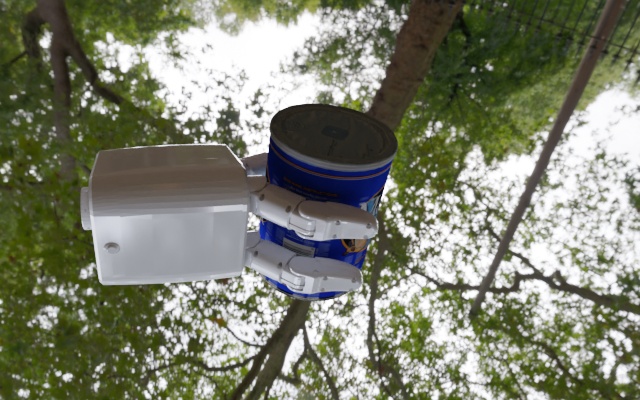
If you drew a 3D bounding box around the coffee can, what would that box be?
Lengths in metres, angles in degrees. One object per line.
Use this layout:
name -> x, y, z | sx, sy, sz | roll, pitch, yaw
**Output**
coffee can -> 0.000, 0.001, 0.415 | 0.103, 0.140, 0.102 | 8, 34, -5
